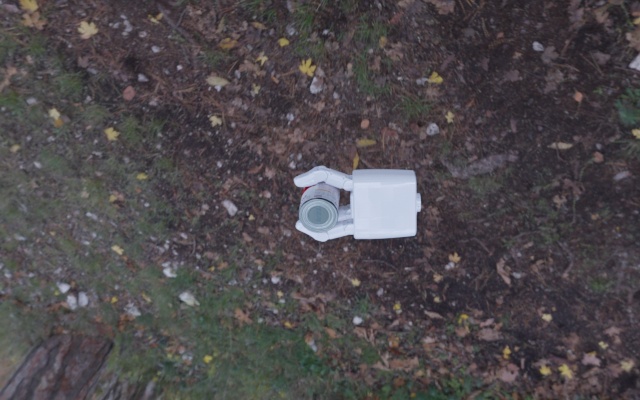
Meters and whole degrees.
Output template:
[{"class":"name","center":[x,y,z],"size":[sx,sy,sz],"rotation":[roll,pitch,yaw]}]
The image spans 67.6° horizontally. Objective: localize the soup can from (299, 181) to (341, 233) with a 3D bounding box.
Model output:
[{"class":"soup can","center":[0.000,0.003,0.824],"size":[0.068,0.068,0.102],"rotation":[0,28,4]}]
